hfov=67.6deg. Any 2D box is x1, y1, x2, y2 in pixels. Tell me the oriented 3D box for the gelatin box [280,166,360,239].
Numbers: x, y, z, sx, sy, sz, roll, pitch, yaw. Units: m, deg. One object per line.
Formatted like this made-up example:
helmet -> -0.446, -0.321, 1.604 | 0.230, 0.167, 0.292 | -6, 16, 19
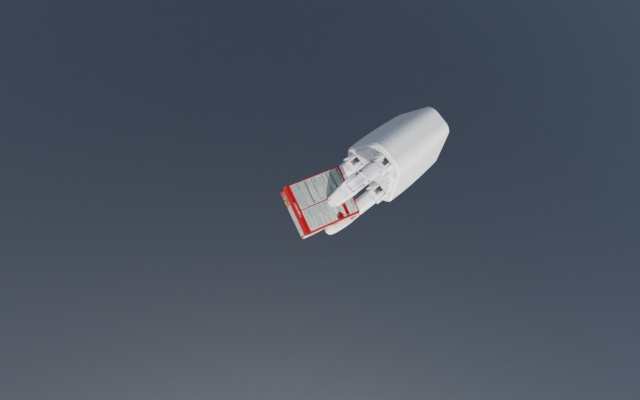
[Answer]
gelatin box -> 0.000, 0.002, 0.660 | 0.089, 0.073, 0.030 | -23, -8, -21
